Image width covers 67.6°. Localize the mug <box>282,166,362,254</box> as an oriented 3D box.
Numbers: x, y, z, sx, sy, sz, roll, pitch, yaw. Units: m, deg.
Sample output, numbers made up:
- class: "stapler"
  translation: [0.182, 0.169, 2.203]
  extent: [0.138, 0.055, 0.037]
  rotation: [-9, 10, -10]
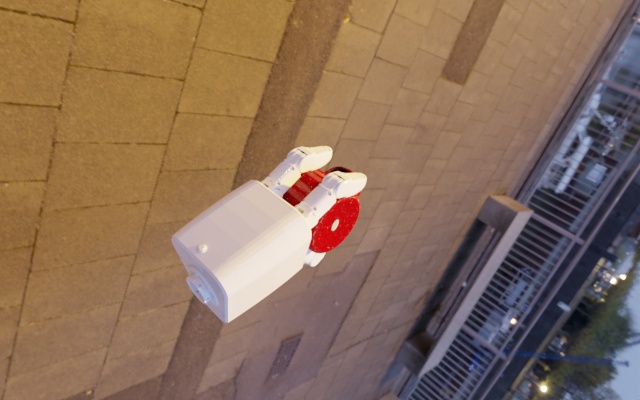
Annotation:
- class: "mug"
  translation: [0.001, 0.001, 0.564]
  extent: [0.117, 0.093, 0.081]
  rotation: [-37, 55, -26]
